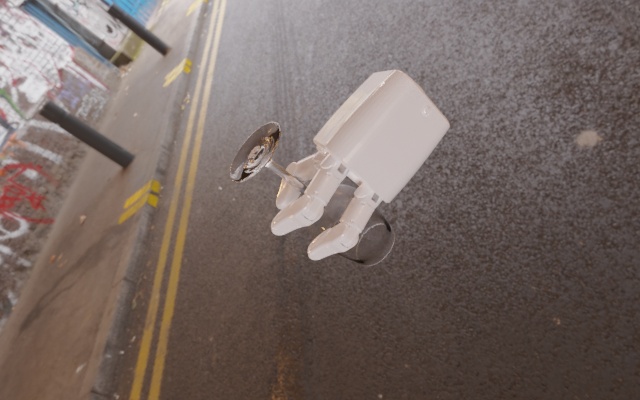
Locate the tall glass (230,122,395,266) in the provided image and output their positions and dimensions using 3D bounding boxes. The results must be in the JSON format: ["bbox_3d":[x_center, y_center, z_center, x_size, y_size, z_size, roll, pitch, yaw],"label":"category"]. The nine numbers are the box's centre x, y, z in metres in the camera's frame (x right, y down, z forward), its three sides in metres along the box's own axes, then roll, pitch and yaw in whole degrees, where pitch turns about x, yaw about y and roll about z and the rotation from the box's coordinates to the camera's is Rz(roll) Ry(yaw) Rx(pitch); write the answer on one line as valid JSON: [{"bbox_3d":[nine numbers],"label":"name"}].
[{"bbox_3d":[0.000,0.001,0.534,0.201,0.079,0.079,38,-23,-32],"label":"tall glass"}]
